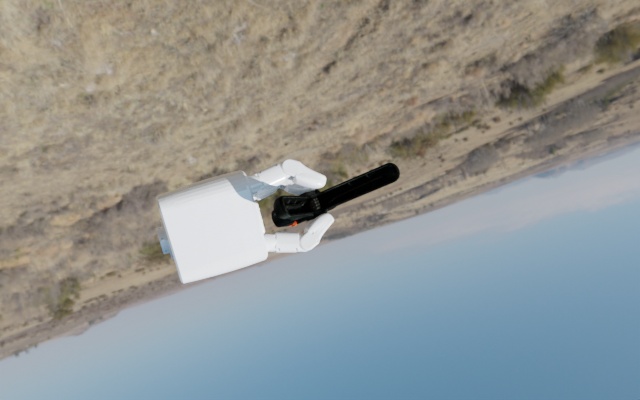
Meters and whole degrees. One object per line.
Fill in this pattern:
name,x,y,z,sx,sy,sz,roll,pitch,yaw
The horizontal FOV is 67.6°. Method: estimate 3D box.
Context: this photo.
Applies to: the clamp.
clamp,0.000,0.003,0.628,0.164,0.036,0.210,-18,-5,-18
